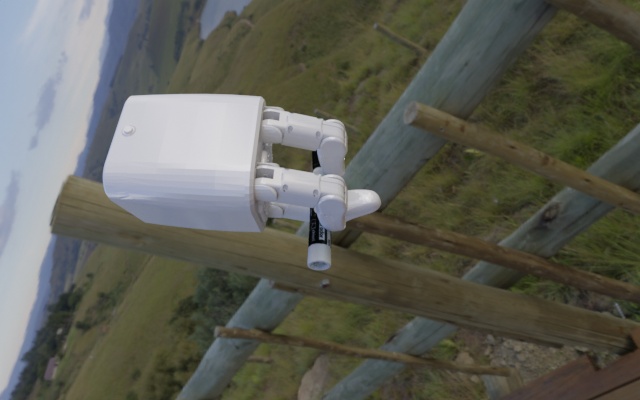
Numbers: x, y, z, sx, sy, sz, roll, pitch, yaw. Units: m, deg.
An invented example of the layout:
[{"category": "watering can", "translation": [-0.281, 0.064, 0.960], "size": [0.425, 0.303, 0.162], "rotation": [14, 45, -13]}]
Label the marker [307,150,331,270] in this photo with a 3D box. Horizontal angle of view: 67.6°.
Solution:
[{"category": "marker", "translation": [0.000, 0.001, 0.411], "size": [0.020, 0.121, 0.020], "rotation": [1, -33, 1]}]
